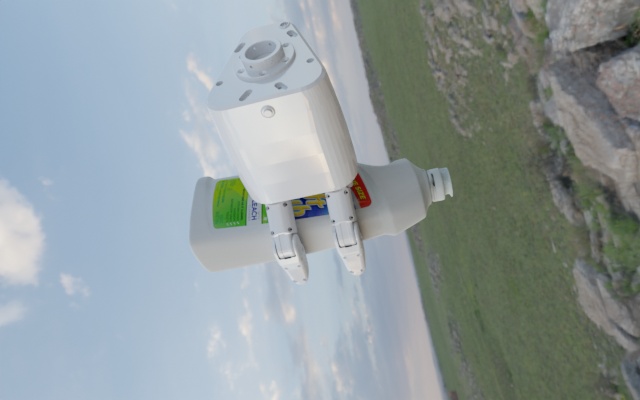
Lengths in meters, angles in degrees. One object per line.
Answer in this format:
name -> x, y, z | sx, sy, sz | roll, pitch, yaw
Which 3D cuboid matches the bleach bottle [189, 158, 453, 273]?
bleach bottle -> 0.000, 0.002, 0.475 | 0.251, 0.102, 0.068 | -12, -42, 9
